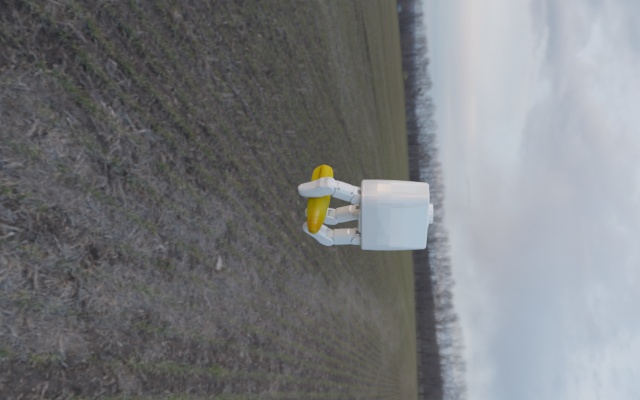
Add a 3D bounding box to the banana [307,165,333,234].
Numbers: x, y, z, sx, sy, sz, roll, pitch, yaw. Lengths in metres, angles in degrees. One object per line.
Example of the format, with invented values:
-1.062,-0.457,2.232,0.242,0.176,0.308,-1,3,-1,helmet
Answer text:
0.001,-0.016,0.817,0.037,0.070,0.197,4,24,3,banana
